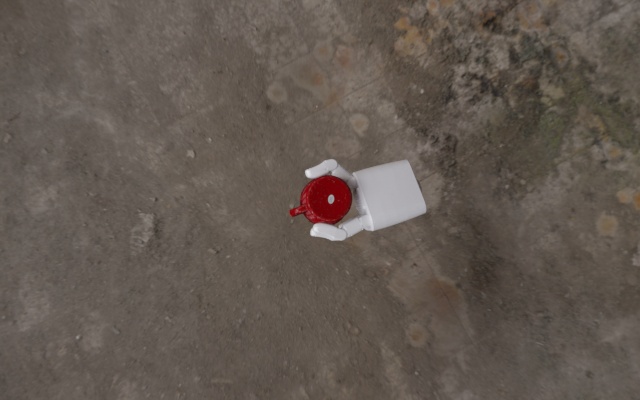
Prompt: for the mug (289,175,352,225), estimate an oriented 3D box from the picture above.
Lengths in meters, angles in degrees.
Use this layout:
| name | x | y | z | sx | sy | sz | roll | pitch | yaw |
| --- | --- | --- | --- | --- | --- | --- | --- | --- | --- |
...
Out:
| name | x | y | z | sx | sy | sz | roll | pitch | yaw |
| --- | --- | --- | --- | --- | --- | --- | --- | --- | --- |
| mug | -0.001 | 0.003 | 0.851 | 0.117 | 0.093 | 0.081 | -18 | -2 | -7 |
